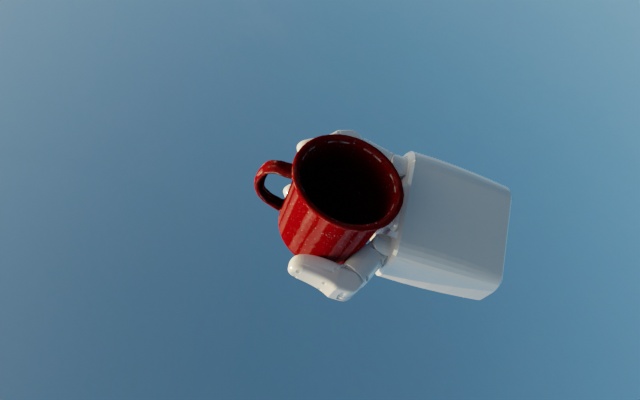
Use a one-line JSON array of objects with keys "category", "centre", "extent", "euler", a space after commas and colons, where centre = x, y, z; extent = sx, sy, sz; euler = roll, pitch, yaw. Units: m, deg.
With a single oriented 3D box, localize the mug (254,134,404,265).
[{"category": "mug", "centre": [-0.001, 0.001, 0.404], "extent": [0.117, 0.093, 0.081], "euler": [18, -37, -8]}]
